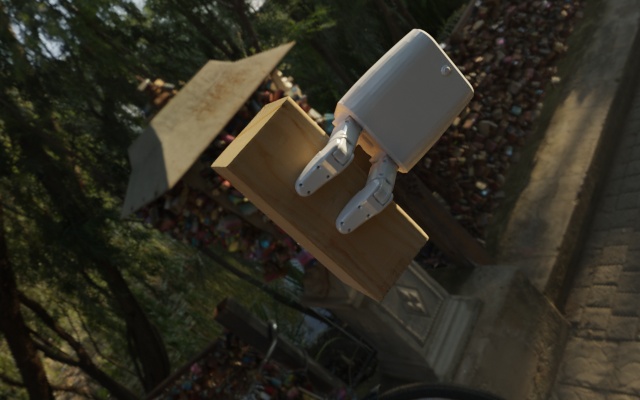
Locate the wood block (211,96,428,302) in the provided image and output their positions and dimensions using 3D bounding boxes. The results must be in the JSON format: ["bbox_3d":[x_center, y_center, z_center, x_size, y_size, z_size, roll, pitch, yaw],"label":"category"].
[{"bbox_3d":[0.000,0.001,0.496,0.206,0.090,0.091,43,-11,-19],"label":"wood block"}]
